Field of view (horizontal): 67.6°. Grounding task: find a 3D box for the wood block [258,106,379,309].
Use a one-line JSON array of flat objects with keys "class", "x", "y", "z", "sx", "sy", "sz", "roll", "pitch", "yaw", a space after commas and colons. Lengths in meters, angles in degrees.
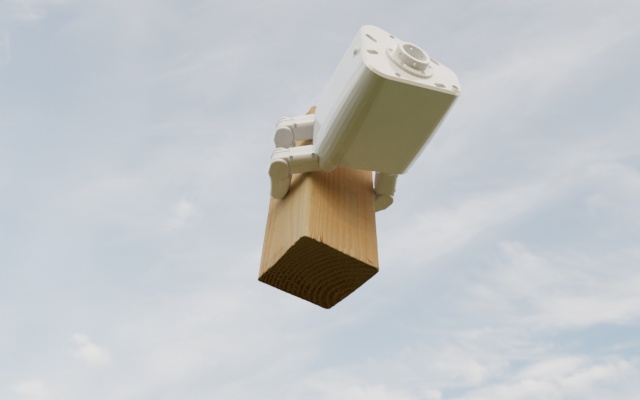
[{"class": "wood block", "x": 0.001, "y": 0.002, "z": 0.537, "sx": 0.091, "sy": 0.206, "sz": 0.090, "roll": 27, "pitch": -50, "yaw": -22}]
